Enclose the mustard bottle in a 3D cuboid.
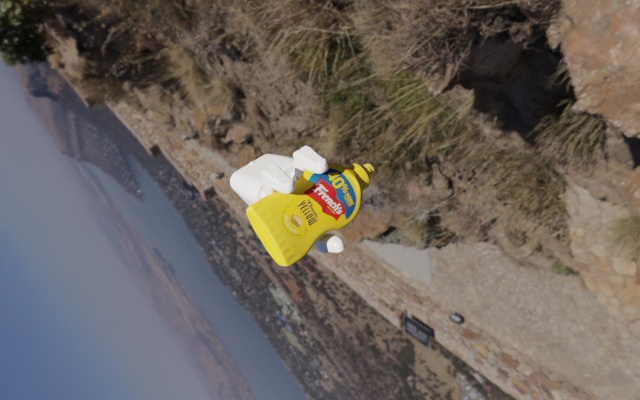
[{"bbox_3d":[0.000,0.002,0.666,0.191,0.096,0.058,-34,5,-22],"label":"mustard bottle"}]
